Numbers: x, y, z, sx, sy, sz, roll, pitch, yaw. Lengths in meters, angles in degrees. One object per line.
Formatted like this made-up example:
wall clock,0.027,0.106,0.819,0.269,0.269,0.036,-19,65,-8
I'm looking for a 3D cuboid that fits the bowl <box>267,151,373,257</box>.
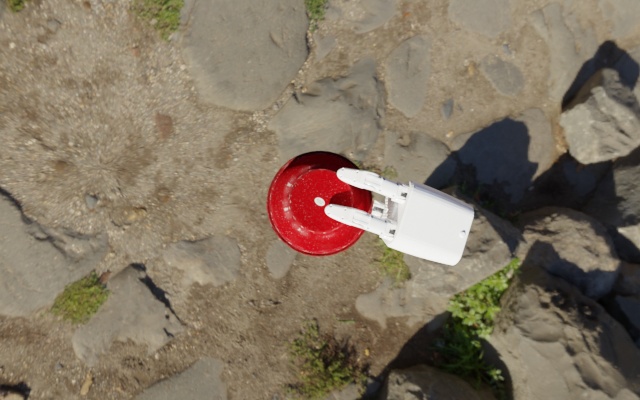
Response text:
bowl,-0.001,0.002,0.700,0.162,0.162,0.055,0,-4,-2
